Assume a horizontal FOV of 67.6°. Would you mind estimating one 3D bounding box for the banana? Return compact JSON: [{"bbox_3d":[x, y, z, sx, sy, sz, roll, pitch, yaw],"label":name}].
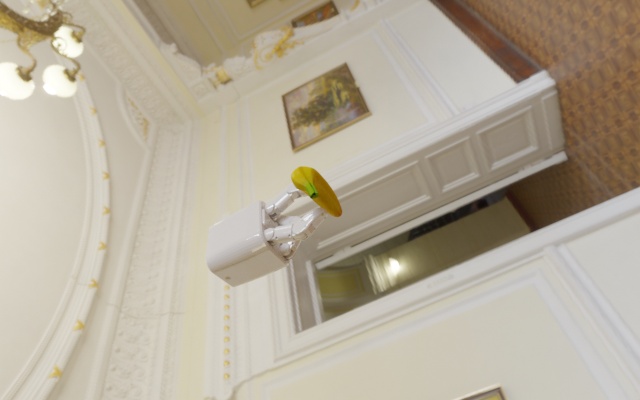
[{"bbox_3d":[-0.008,-0.015,0.736,0.037,0.069,0.198,-25,-14,9],"label":"banana"}]
